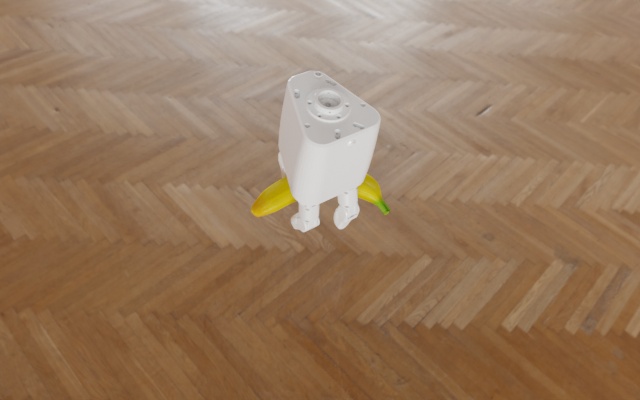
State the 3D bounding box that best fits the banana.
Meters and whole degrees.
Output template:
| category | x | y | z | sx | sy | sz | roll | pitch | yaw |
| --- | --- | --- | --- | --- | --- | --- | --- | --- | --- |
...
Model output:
| category | x | y | z | sx | sy | sz | roll | pitch | yaw |
| --- | --- | --- | --- | --- | --- | --- | --- | --- | --- |
| banana | 0.001 | -0.014 | 0.664 | 0.198 | 0.069 | 0.037 | -1 | -28 | -12 |
